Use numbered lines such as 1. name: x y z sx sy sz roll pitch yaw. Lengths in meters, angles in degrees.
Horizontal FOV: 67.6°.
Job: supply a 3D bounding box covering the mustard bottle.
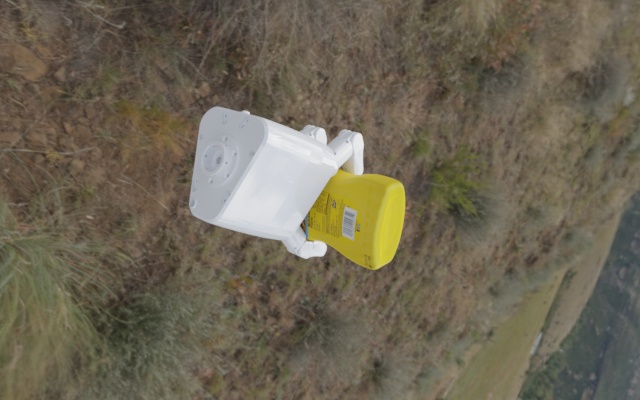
1. mustard bottle: 0.000 0.002 0.545 0.191 0.096 0.058 20 26 36
